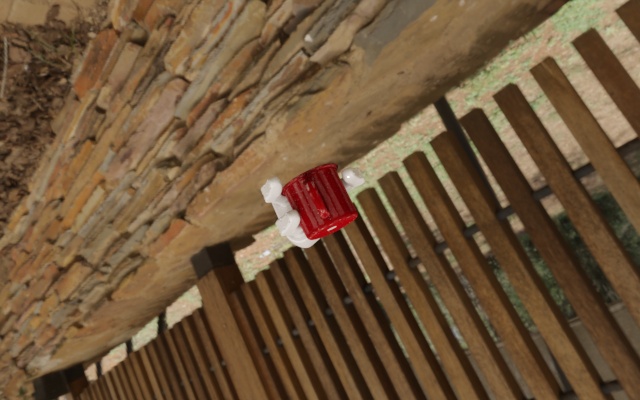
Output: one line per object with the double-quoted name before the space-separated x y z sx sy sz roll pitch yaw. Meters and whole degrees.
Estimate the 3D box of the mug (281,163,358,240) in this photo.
"mug" 0.000 0.002 0.675 0.093 0.081 0.117 -27 -12 -1
